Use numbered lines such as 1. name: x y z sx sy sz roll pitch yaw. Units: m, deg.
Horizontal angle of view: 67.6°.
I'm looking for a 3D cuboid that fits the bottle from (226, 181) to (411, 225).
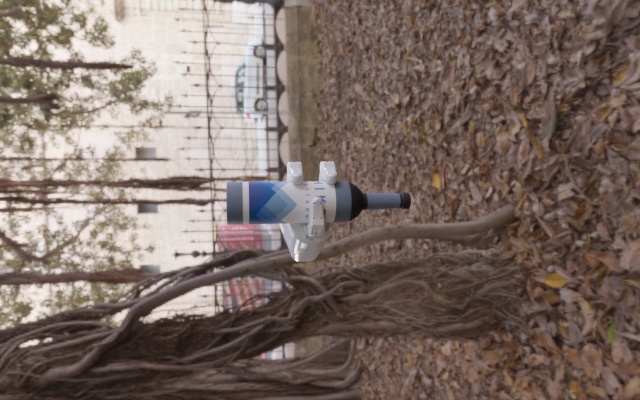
1. bottle: 0.000 0.002 0.764 0.296 0.069 0.069 -1 0 -9
